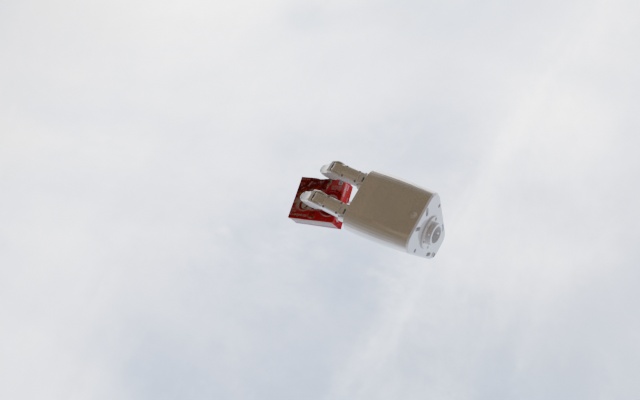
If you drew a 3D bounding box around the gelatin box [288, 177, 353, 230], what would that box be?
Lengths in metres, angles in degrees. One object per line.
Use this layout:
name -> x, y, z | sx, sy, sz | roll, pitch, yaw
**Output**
gelatin box -> 0.000, 0.003, 0.749 | 0.089, 0.073, 0.030 | 6, -21, 35
